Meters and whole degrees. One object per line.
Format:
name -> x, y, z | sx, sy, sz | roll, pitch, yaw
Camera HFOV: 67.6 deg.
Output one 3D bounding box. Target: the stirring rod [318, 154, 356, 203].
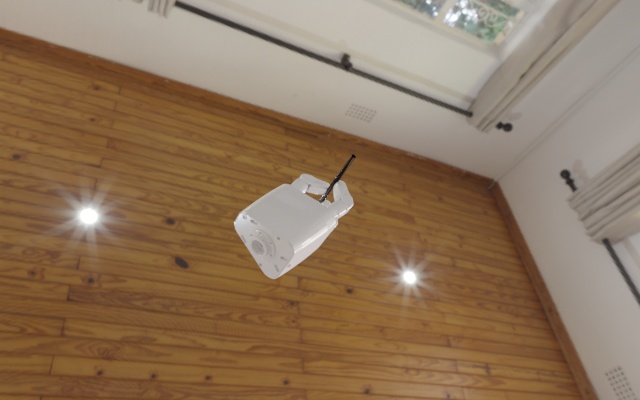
stirring rod -> 0.000, 0.003, 0.839 | 0.011, 0.011, 0.240 | 0, -37, -33
